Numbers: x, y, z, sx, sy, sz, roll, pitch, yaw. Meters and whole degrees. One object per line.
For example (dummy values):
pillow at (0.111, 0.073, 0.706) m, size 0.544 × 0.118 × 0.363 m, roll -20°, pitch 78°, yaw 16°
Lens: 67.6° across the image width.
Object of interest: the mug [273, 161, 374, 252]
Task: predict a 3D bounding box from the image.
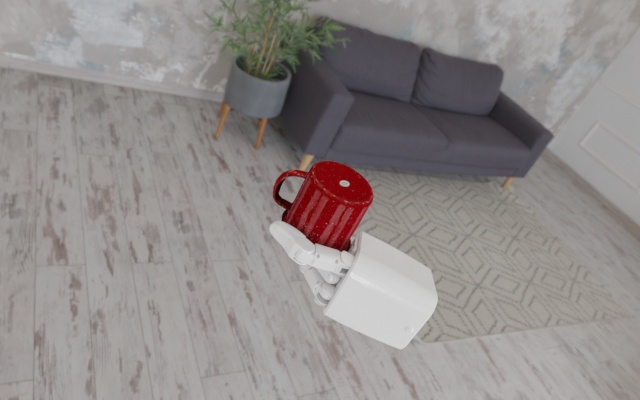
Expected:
mug at (-0.001, 0.001, 0.567) m, size 0.117 × 0.081 × 0.093 m, roll 27°, pitch 33°, yaw -2°
